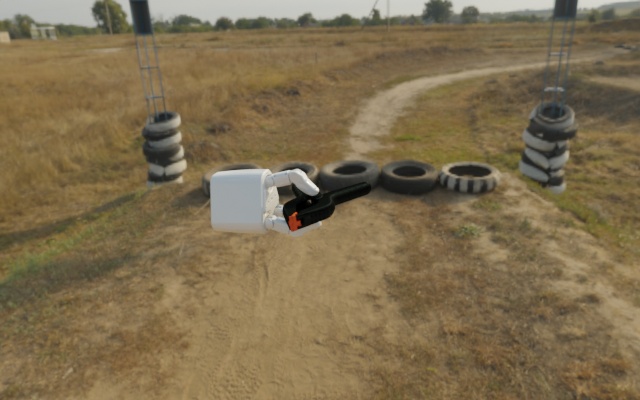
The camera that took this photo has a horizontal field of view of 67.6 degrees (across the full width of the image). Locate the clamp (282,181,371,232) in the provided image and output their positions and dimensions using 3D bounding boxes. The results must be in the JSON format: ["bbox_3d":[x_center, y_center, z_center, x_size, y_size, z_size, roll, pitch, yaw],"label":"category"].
[{"bbox_3d":[0.000,0.002,0.871,0.164,0.036,0.210,-3,19,15],"label":"clamp"}]
